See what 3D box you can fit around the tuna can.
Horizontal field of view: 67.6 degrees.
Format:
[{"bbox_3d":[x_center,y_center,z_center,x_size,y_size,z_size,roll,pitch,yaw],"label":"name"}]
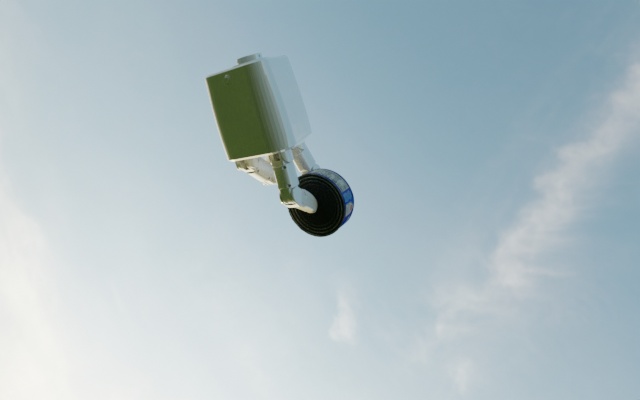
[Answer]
[{"bbox_3d":[0.000,0.002,0.627,0.086,0.086,0.033,0,18,30],"label":"tuna can"}]
